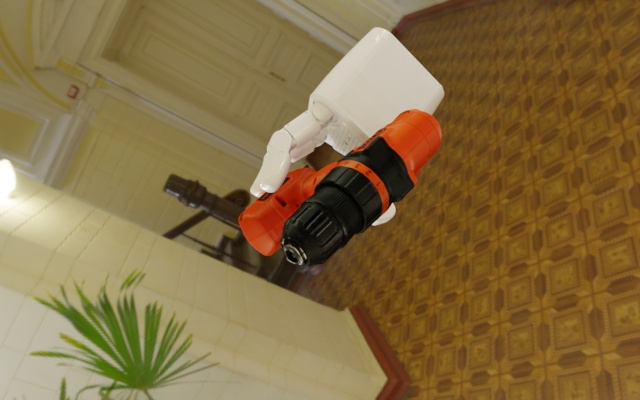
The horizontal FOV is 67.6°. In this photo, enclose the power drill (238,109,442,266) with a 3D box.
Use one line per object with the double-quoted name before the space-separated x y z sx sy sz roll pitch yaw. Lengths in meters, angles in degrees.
"power drill" 0.000 0.001 0.426 0.184 0.057 0.188 -40 12 -34
